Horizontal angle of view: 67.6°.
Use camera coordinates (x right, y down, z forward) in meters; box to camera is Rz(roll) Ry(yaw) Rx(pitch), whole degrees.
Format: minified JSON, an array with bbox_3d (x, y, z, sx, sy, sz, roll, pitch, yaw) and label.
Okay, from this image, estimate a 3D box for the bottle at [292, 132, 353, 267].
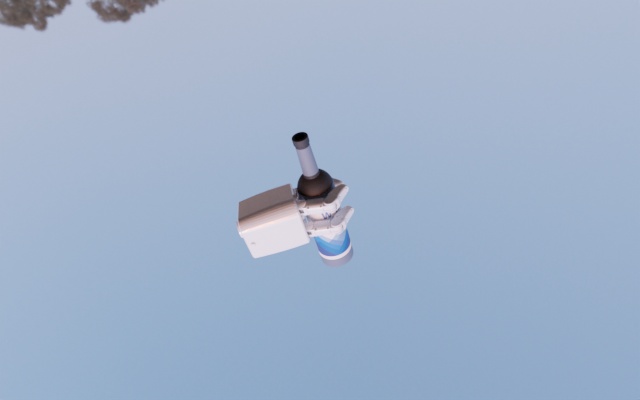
[{"bbox_3d":[0.000,0.003,0.866,0.069,0.296,0.069,-10,42,9],"label":"bottle"}]
